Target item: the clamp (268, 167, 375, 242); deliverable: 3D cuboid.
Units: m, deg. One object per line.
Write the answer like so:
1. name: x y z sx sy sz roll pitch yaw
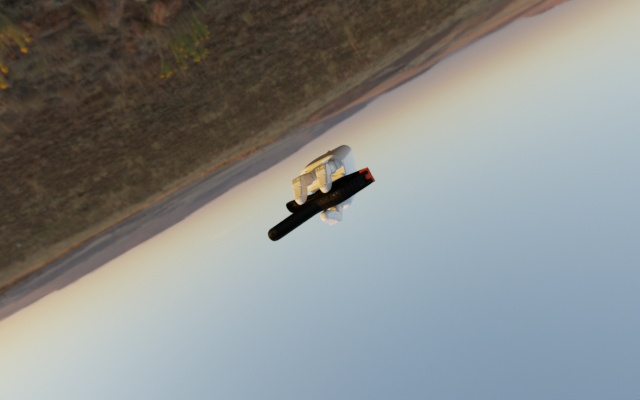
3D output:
1. clamp: 0.001 0.003 0.877 0.210 0.036 0.164 -26 14 23
